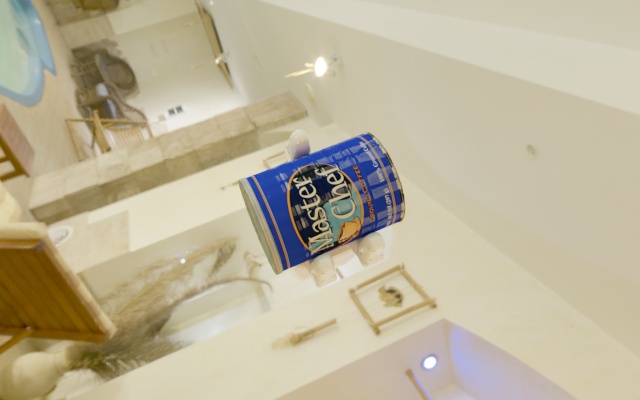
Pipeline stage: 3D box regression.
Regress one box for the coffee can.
[{"bbox_3d":[0.000,0.002,0.489,0.140,0.103,0.103,-22,4,-11],"label":"coffee can"}]
